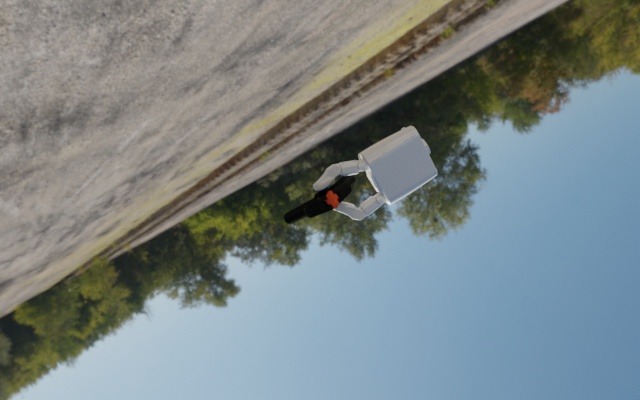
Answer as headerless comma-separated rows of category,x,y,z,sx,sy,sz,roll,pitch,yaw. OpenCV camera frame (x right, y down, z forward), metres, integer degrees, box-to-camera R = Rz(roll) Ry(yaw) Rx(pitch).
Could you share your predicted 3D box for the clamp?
clamp,0.001,0.003,0.875,0.164,0.036,0.210,-34,4,2
